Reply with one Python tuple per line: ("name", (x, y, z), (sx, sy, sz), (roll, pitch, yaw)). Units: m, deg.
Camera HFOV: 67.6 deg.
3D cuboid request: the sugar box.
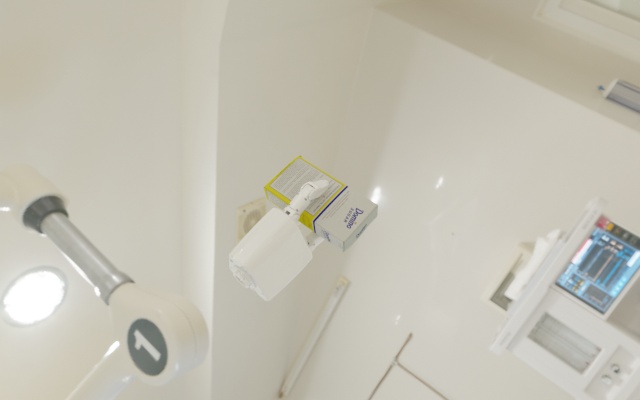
("sugar box", (0.000, 0.003, 0.810), (0.176, 0.093, 0.048), (35, -25, 22))
